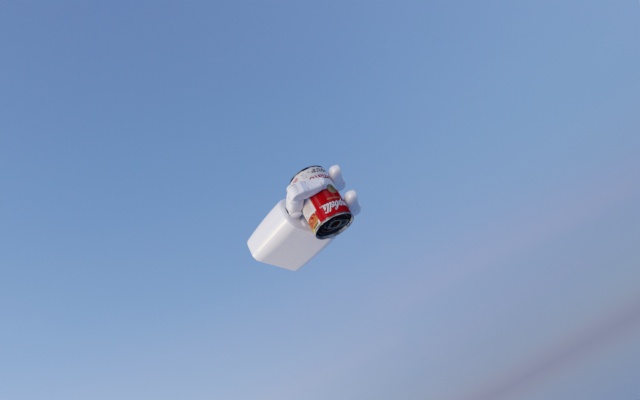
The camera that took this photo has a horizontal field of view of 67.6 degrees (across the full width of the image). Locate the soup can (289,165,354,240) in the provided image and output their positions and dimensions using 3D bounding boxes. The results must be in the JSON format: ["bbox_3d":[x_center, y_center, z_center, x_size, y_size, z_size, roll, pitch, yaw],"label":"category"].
[{"bbox_3d":[0.000,0.002,0.768,0.068,0.102,0.068,-23,-29,-13],"label":"soup can"}]
